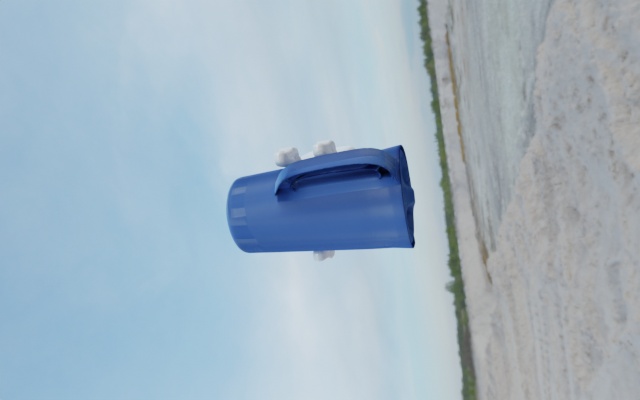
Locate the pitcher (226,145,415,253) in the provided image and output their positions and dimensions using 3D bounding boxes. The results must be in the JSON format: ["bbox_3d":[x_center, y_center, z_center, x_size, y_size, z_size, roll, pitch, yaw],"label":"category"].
[{"bbox_3d":[0.000,0.002,0.632,0.243,0.149,0.145,-7,16,15],"label":"pitcher"}]
